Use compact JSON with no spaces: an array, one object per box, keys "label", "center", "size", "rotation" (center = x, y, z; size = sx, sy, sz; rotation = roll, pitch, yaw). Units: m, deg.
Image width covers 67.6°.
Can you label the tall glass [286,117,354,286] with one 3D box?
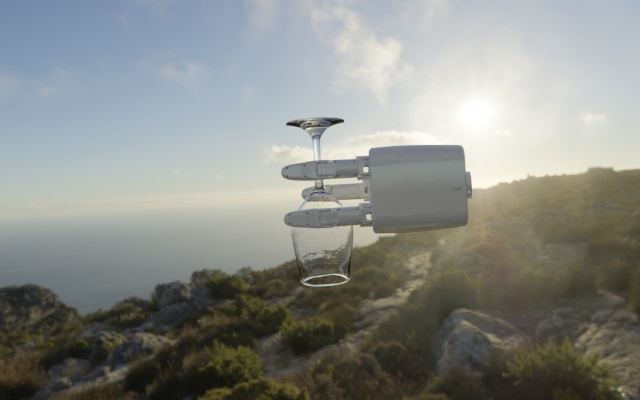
[{"label":"tall glass","center":[0.000,0.001,0.596],"size":[0.079,0.201,0.079],"rotation":[-3,2,0]}]
